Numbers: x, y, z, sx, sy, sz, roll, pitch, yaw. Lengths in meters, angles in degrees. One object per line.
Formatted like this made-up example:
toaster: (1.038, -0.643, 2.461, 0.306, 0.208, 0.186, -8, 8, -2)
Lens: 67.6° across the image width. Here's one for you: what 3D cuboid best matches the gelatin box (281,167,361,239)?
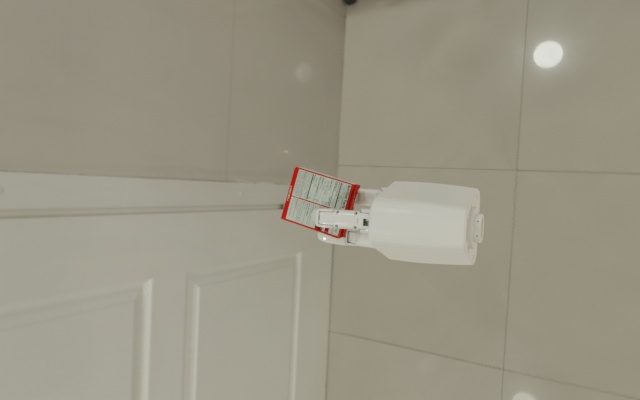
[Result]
gelatin box: (0.000, 0.002, 0.625, 0.089, 0.073, 0.030, 18, 7, 20)
